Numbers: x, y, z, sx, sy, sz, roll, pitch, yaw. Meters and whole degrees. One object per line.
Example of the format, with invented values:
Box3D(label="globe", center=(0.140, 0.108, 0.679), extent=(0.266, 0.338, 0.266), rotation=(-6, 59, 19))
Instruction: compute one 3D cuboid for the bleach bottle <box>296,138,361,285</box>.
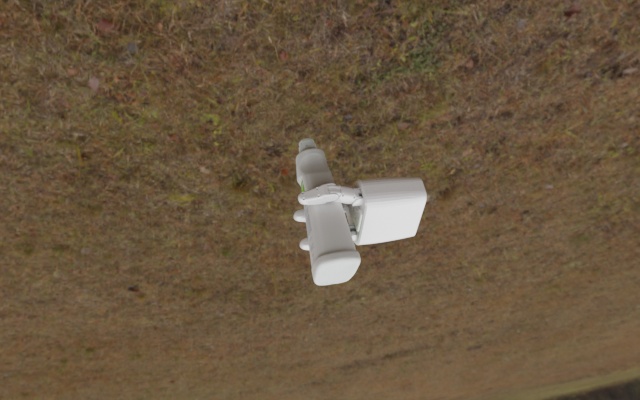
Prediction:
Box3D(label="bleach bottle", center=(0.000, 0.003, 0.771), extent=(0.068, 0.250, 0.103), rotation=(-6, -29, -12))
